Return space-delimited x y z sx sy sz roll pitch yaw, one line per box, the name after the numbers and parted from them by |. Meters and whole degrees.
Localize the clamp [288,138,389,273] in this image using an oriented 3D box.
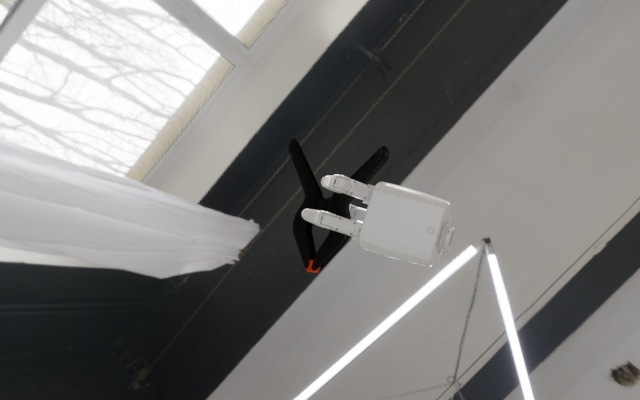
0.000 0.003 0.730 0.164 0.210 0.036 16 -4 26 | clamp
